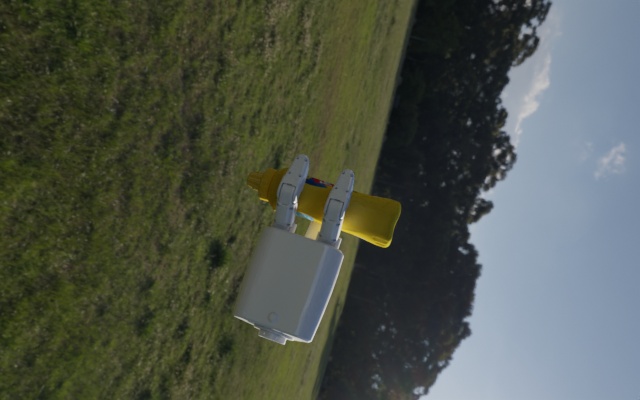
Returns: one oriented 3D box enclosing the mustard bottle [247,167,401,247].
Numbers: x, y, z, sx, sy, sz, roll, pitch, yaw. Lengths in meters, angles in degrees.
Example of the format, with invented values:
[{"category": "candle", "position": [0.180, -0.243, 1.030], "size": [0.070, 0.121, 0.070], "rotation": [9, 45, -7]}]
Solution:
[{"category": "mustard bottle", "position": [0.000, 0.002, 0.588], "size": [0.191, 0.058, 0.096], "rotation": [18, 5, 8]}]
